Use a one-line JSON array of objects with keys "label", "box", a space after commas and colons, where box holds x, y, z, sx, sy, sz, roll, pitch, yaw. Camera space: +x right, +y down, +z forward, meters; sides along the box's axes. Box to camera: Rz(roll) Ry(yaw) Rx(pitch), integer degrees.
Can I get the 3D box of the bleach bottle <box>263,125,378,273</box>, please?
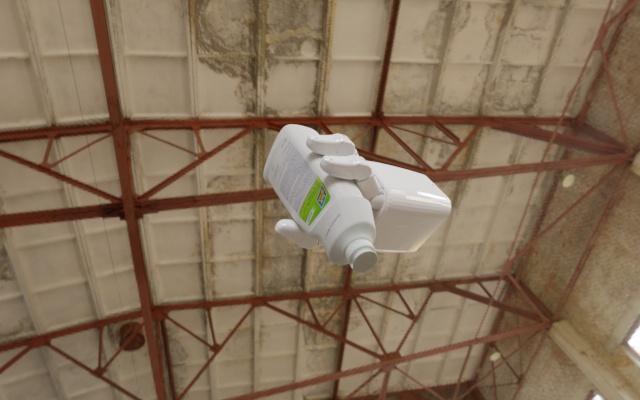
[{"label": "bleach bottle", "box": [0.000, 0.002, 0.584, 0.068, 0.103, 0.250, 9, 29, -29]}]
